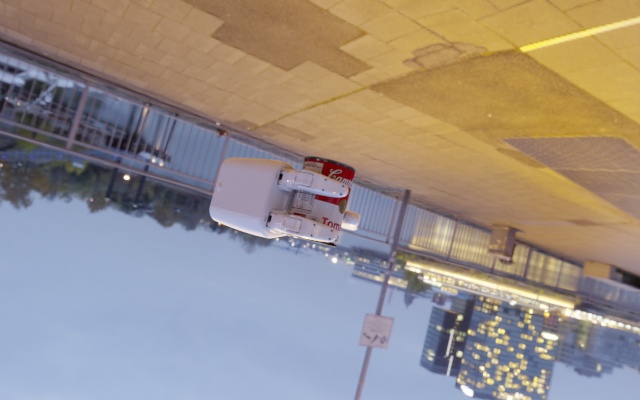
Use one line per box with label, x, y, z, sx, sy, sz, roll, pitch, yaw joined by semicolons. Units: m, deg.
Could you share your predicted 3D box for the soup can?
soup can;0.000;0.002;0.607;0.068;0.102;0.068;14;-5;1
